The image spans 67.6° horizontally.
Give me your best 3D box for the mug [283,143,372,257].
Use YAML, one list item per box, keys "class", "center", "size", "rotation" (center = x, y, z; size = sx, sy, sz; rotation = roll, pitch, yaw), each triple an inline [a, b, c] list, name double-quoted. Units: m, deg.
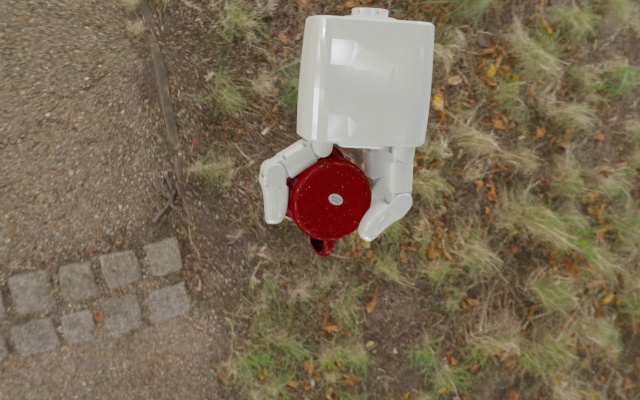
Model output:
- class: "mug"
  center: [0.000, 0.003, 0.487]
  size: [0.093, 0.117, 0.081]
  rotation: [-4, 18, -17]
